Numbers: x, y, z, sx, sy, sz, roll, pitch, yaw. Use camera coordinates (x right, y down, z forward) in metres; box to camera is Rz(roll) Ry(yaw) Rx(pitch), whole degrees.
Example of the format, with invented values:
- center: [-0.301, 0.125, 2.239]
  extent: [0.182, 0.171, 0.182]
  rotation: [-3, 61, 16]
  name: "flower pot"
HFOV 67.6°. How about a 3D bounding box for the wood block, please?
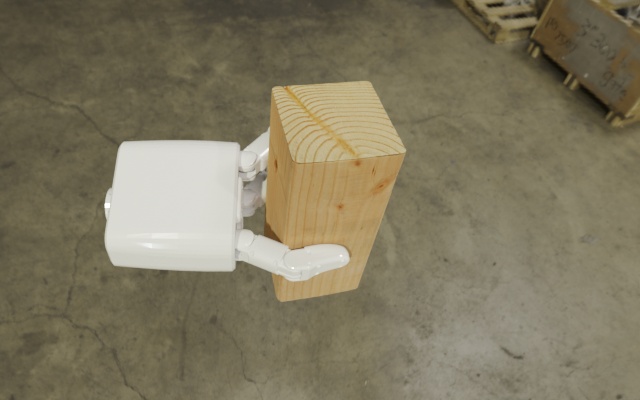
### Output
- center: [0.000, 0.002, 0.452]
  extent: [0.090, 0.090, 0.206]
  rotation: [-7, -38, -14]
  name: "wood block"
